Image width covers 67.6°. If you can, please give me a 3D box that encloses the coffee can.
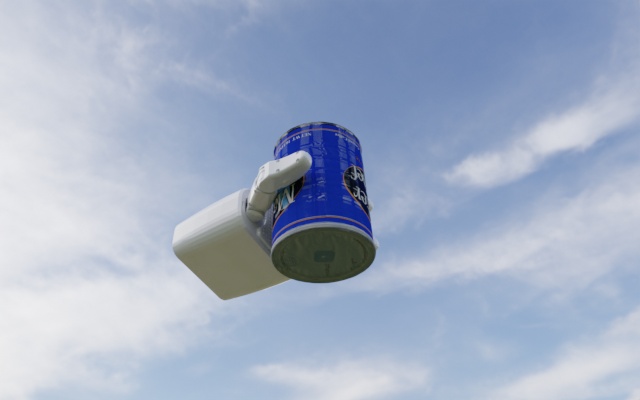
[{"bbox_3d":[0.000,0.002,0.507,0.103,0.140,0.103,-2,-38,-2],"label":"coffee can"}]
